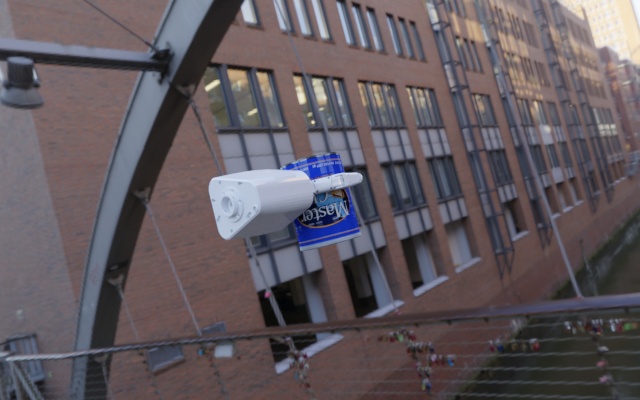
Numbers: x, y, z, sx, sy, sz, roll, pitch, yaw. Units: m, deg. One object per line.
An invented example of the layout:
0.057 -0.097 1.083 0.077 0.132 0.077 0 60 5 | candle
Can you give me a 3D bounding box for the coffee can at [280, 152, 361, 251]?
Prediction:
0.000 0.003 0.782 0.103 0.140 0.103 -14 -3 -1 | coffee can
